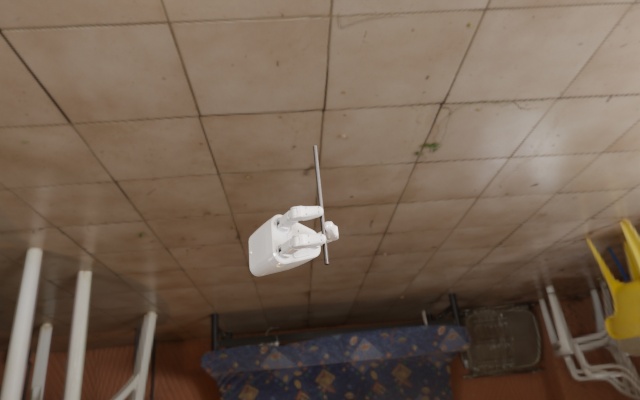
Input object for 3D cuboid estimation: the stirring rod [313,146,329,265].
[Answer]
[{"bbox_3d":[0.000,0.003,0.887,0.011,0.239,0.011,-5,-25,-2],"label":"stirring rod"}]
